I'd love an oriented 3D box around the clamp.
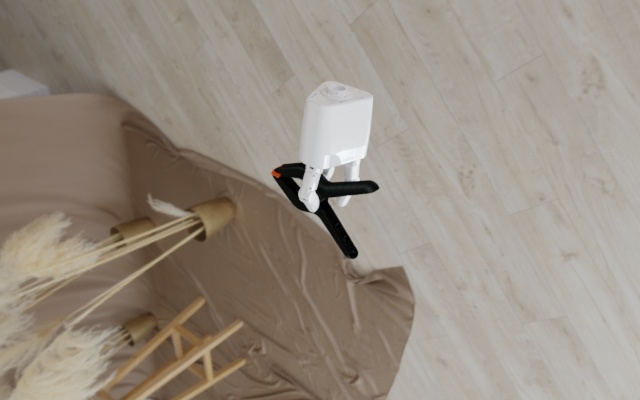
[{"bbox_3d":[-0.001,0.003,0.833,0.210,0.165,0.036,26,38,27],"label":"clamp"}]
